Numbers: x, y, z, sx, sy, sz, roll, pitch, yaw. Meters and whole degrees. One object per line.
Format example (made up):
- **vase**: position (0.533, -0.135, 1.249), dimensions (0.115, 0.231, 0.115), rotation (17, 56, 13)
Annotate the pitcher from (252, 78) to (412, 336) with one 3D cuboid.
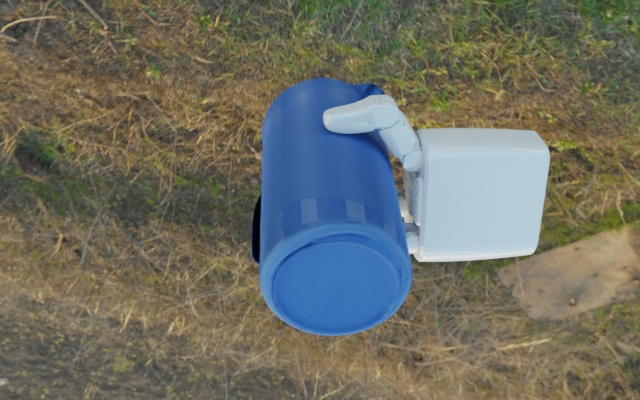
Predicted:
- **pitcher**: position (0.000, 0.001, 0.431), dimensions (0.145, 0.149, 0.242), rotation (-2, 34, -1)
